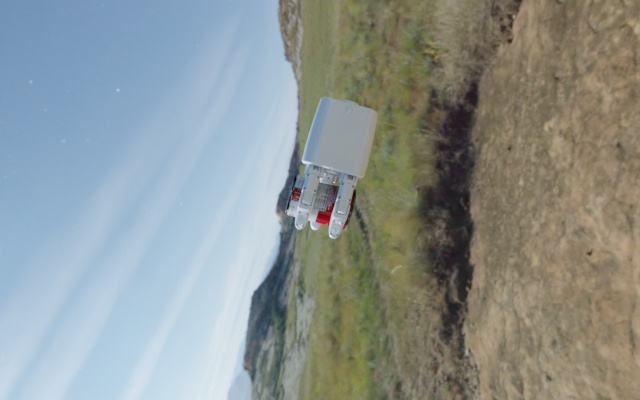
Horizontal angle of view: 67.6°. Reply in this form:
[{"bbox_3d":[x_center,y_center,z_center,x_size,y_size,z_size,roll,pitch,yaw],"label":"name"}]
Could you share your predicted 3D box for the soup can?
[{"bbox_3d":[0.000,0.003,0.770,0.102,0.068,0.068,15,-1,-3],"label":"soup can"}]
